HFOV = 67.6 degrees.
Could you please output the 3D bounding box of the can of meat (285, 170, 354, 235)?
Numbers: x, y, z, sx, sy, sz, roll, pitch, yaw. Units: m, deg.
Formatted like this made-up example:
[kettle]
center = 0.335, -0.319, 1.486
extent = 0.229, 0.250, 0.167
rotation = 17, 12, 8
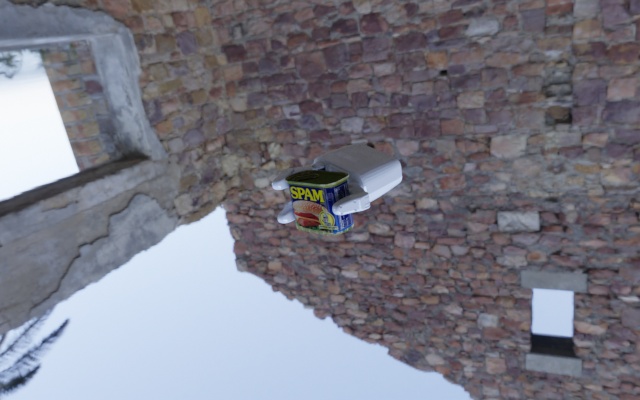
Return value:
[can of meat]
center = 0.000, 0.003, 0.736
extent = 0.102, 0.084, 0.057
rotation = 8, 26, 42
